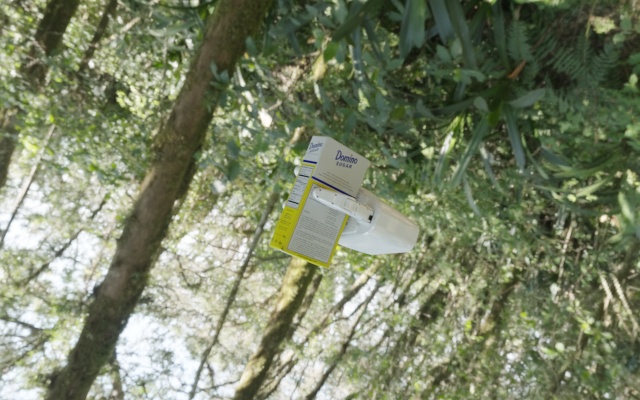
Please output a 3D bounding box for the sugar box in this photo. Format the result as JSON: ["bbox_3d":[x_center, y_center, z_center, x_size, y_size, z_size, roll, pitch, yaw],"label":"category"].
[{"bbox_3d":[0.000,0.002,0.704,0.093,0.176,0.048,26,-9,-37],"label":"sugar box"}]
